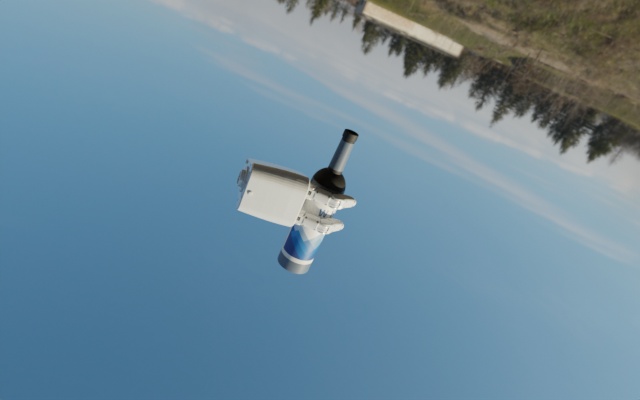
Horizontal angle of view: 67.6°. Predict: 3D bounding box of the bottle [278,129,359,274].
[{"bbox_3d":[0.000,0.003,0.900,0.069,0.296,0.069,20,23,-9],"label":"bottle"}]
